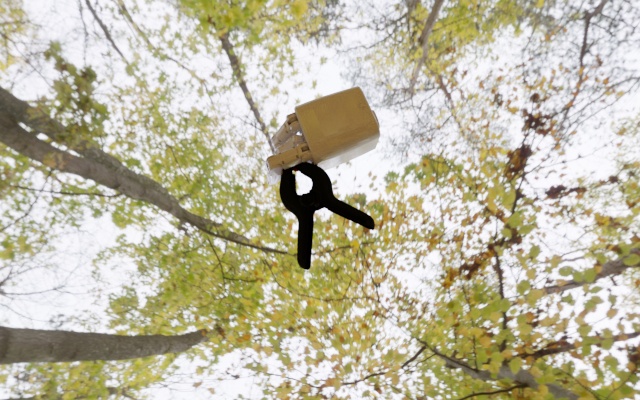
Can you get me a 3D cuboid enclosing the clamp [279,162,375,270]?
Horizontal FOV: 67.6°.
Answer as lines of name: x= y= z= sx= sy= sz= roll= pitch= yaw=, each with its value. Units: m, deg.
clamp: x=0.000 y=0.002 z=0.689 sx=0.120 sy=0.171 sz=0.039 roll=-22 pitch=-21 yaw=2
